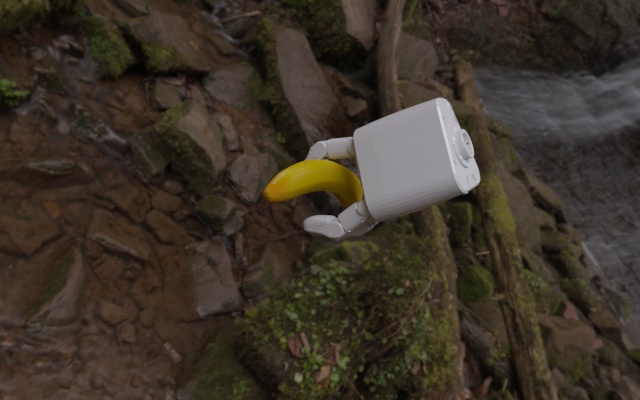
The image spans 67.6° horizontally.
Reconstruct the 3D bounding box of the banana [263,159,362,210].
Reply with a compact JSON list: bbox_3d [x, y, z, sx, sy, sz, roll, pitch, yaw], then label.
[{"bbox_3d":[0.005,-0.016,0.581,0.037,0.069,0.198,4,-8,34],"label":"banana"}]
